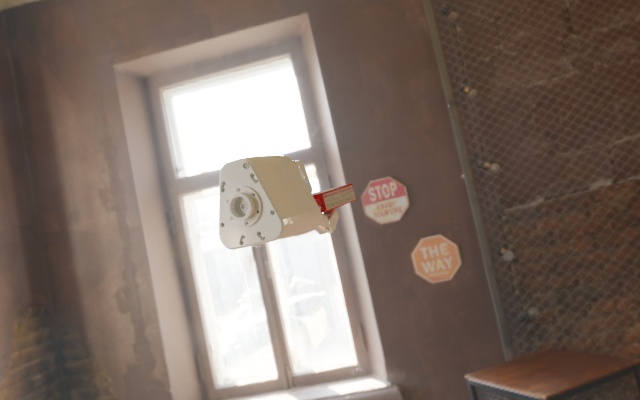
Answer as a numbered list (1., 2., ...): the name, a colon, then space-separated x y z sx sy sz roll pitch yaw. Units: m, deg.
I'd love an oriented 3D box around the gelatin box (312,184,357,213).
1. gelatin box: 0.000 0.002 0.720 0.073 0.030 0.089 -14 4 36
